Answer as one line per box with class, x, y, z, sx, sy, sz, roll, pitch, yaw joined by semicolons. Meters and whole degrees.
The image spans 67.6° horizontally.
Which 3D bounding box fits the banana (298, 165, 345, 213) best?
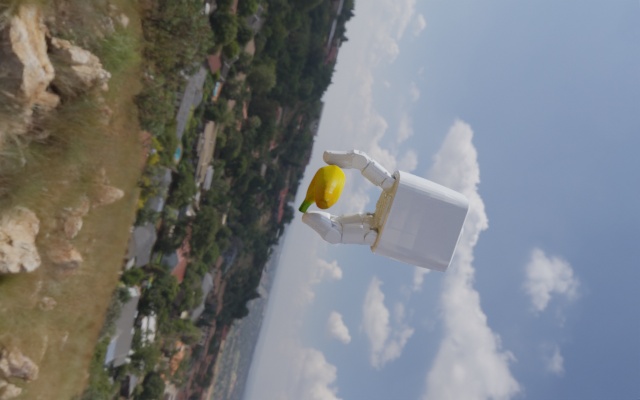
banana;0.006;-0.015;0.623;0.037;0.069;0.198;22;-6;-5
